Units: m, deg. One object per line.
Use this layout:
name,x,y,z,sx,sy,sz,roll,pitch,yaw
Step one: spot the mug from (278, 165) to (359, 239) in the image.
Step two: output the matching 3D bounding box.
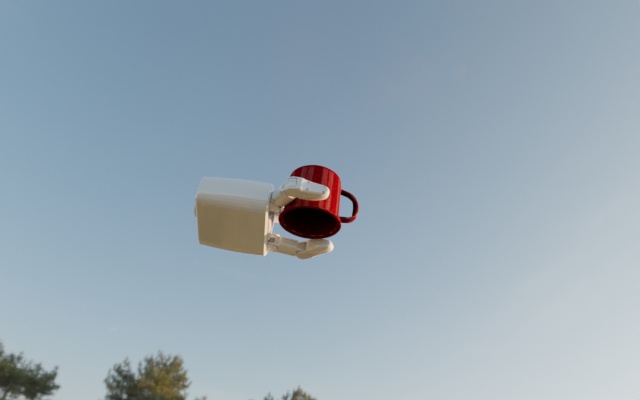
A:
mug,0.002,0.002,0.719,0.117,0.081,0.093,8,-34,-2
